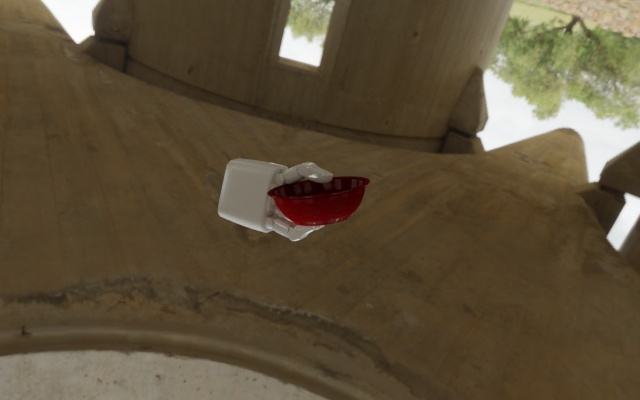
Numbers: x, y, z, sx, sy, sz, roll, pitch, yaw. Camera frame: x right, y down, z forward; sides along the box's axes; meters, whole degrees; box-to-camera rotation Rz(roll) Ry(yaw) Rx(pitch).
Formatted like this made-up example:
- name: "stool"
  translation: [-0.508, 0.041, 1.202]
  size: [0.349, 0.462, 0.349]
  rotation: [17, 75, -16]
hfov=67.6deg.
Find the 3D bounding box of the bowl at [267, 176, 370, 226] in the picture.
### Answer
- name: "bowl"
  translation: [0.001, 0.003, 0.751]
  size: [0.162, 0.055, 0.162]
  rotation: [-7, 11, 1]
